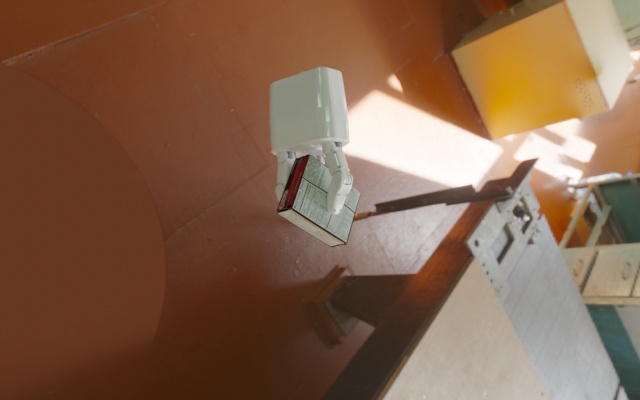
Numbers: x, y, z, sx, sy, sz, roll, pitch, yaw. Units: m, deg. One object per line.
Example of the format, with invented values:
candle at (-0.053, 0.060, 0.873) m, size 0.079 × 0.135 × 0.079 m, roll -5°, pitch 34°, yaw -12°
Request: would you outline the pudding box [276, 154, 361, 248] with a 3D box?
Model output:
pudding box at (0.000, 0.002, 0.675) m, size 0.113 × 0.090 × 0.039 m, roll 34°, pitch -29°, yaw -30°
